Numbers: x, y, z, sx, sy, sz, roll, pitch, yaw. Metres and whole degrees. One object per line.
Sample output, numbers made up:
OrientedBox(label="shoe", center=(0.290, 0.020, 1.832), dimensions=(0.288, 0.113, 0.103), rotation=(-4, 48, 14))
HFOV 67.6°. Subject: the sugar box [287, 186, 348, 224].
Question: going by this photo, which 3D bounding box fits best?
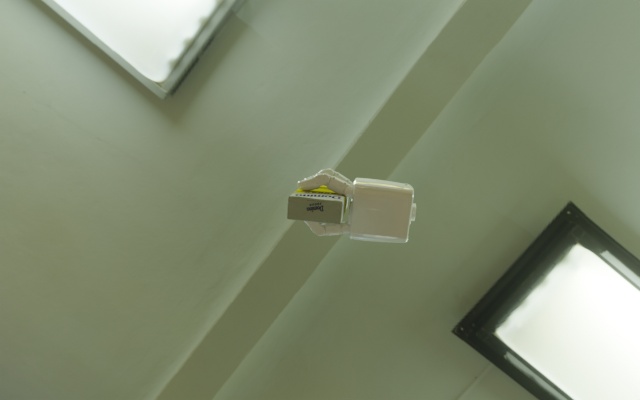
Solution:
OrientedBox(label="sugar box", center=(0.000, 0.002, 0.869), dimensions=(0.093, 0.048, 0.176), rotation=(5, 7, 5))
